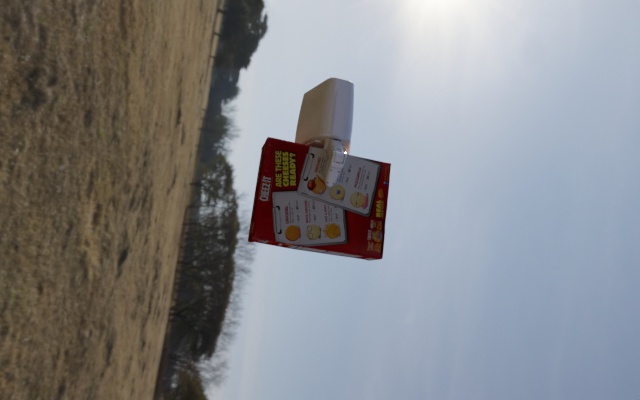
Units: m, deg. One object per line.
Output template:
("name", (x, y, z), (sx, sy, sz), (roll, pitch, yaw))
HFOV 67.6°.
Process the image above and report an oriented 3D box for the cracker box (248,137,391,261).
("cracker box", (0.000, 0.003, 0.781), (0.214, 0.164, 0.072), (10, -14, -14))
